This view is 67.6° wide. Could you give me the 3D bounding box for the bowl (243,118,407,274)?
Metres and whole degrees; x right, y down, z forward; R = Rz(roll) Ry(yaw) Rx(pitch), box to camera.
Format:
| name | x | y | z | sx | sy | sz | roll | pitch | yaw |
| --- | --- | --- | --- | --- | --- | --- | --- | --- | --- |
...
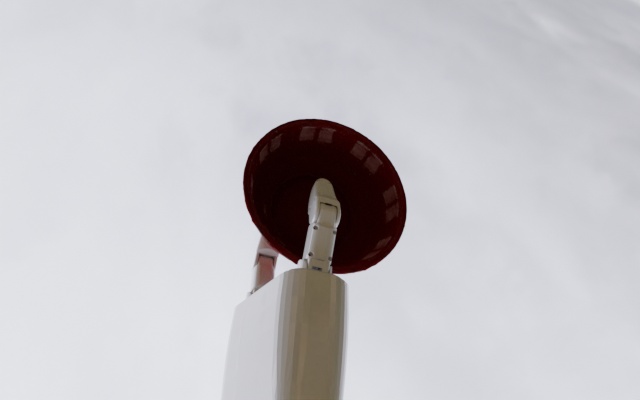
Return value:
| name | x | y | z | sx | sy | sz | roll | pitch | yaw |
| --- | --- | --- | --- | --- | --- | --- | --- | --- | --- |
| bowl | 0.000 | 0.001 | 0.467 | 0.162 | 0.162 | 0.055 | 0 | -25 | -20 |
